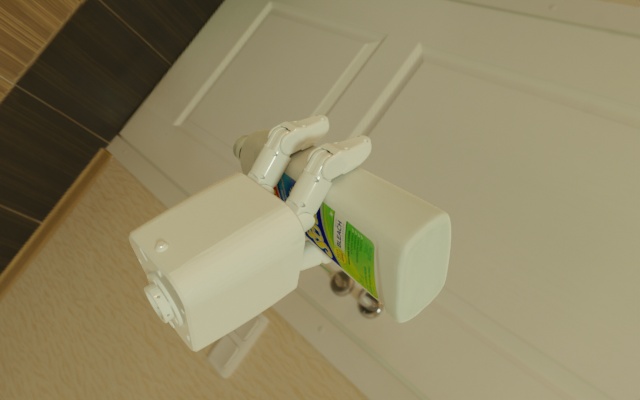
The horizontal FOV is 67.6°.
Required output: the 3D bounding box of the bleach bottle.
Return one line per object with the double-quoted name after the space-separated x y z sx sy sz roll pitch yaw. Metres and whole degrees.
0.000 0.001 0.449 0.068 0.103 0.250 -32 45 -28 "bleach bottle"
